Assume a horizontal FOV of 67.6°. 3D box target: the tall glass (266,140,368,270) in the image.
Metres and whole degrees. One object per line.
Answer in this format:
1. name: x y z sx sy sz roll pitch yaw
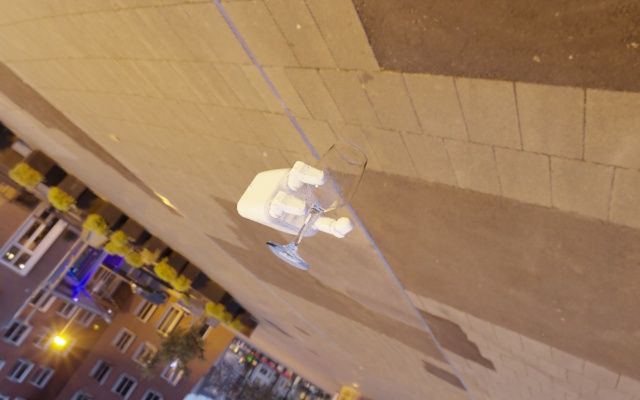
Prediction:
1. tall glass: 0.000 0.003 0.735 0.079 0.201 0.079 28 -19 11
